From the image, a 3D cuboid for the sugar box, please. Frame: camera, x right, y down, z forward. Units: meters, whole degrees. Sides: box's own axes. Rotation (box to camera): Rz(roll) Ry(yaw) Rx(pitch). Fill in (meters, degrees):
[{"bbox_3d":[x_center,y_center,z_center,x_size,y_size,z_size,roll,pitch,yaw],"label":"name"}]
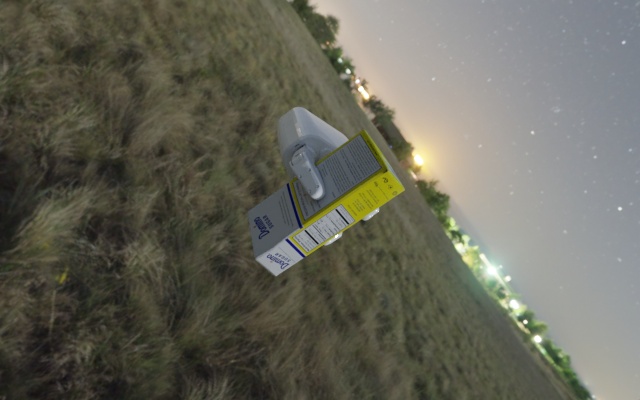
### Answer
[{"bbox_3d":[0.000,0.002,0.549,0.176,0.048,0.093,-36,35,12],"label":"sugar box"}]
